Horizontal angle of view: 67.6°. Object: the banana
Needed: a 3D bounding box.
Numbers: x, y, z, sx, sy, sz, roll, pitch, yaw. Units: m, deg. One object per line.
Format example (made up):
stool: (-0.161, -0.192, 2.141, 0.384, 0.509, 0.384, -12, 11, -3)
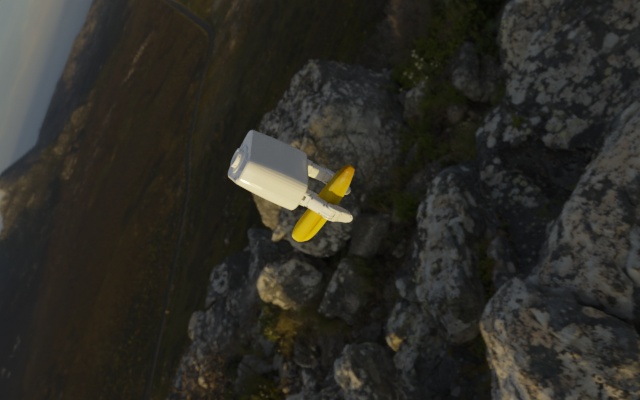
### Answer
banana: (-0.004, 0.017, 0.830, 0.037, 0.069, 0.198, 28, -49, -13)
